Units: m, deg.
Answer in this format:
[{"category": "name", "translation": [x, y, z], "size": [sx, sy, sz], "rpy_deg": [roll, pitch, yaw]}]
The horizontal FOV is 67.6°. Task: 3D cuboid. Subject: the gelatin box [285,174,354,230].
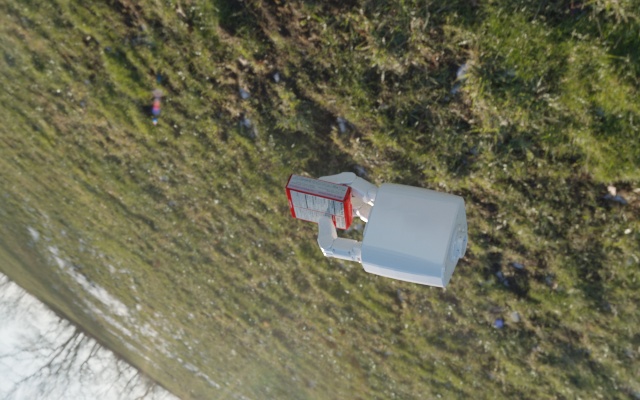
[{"category": "gelatin box", "translation": [0.000, 0.002, 0.668], "size": [0.089, 0.030, 0.073], "rpy_deg": [12, -32, 14]}]
